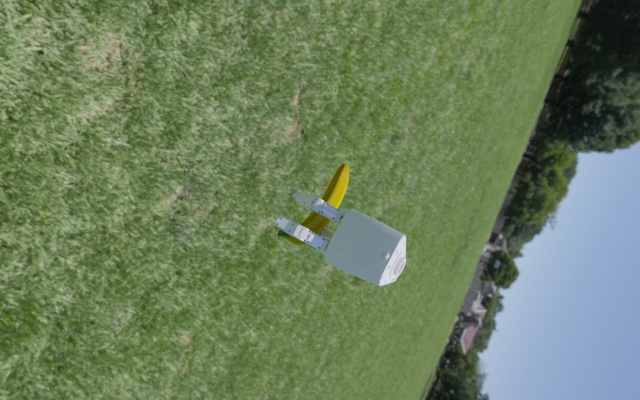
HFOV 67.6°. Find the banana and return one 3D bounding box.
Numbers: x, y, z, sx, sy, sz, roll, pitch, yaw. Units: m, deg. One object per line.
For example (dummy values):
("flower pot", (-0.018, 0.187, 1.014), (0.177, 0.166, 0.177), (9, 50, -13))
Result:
("banana", (0.000, 0.017, 0.869), (0.037, 0.197, 0.070), (25, -33, 26))
